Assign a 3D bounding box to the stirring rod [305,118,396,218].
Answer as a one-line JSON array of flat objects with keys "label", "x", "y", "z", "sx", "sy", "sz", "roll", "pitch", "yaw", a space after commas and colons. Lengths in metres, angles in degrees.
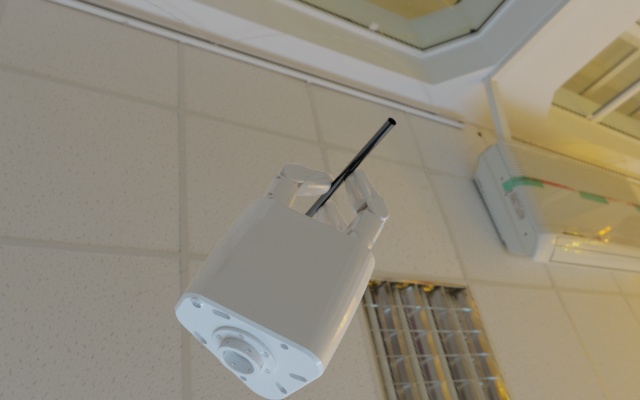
[{"label": "stirring rod", "x": 0.000, "y": 0.002, "z": 0.467, "sx": 0.011, "sy": 0.011, "sz": 0.240, "roll": 0, "pitch": -33, "yaw": -35}]
